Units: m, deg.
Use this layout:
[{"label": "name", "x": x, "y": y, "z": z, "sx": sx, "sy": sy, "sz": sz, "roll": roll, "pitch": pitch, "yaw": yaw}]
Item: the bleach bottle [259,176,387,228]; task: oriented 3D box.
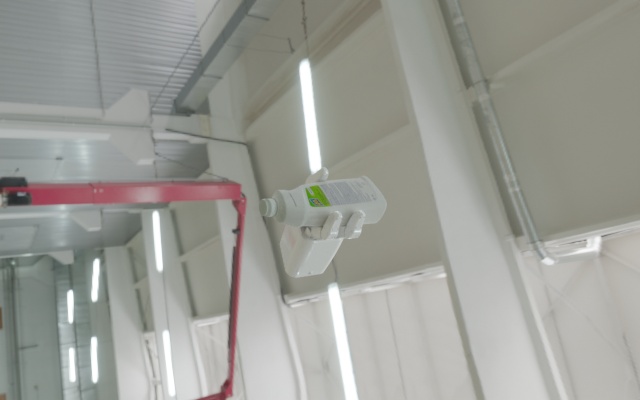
[{"label": "bleach bottle", "x": 0.000, "y": 0.003, "z": 0.886, "sx": 0.251, "sy": 0.068, "sz": 0.102, "roll": -2, "pitch": 41, "yaw": -36}]
